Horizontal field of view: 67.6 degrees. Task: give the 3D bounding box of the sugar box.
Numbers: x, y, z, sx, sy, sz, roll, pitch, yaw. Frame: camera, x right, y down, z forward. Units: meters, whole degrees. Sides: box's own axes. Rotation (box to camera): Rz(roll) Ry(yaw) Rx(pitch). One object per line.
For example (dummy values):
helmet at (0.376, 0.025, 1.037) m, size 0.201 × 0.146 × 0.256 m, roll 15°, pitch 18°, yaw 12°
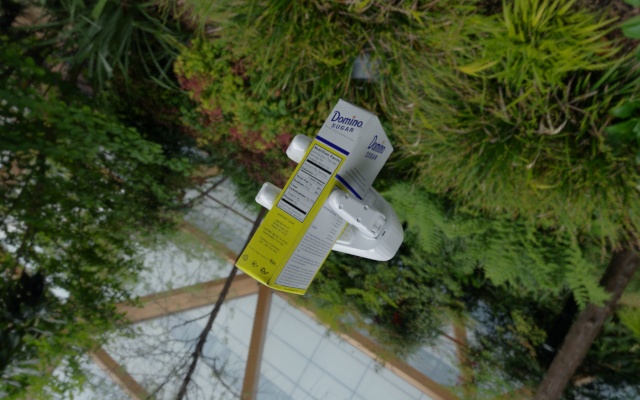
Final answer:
sugar box at (0.000, 0.001, 0.452) m, size 0.048 × 0.176 × 0.093 m, roll 29°, pitch -4°, yaw 22°
